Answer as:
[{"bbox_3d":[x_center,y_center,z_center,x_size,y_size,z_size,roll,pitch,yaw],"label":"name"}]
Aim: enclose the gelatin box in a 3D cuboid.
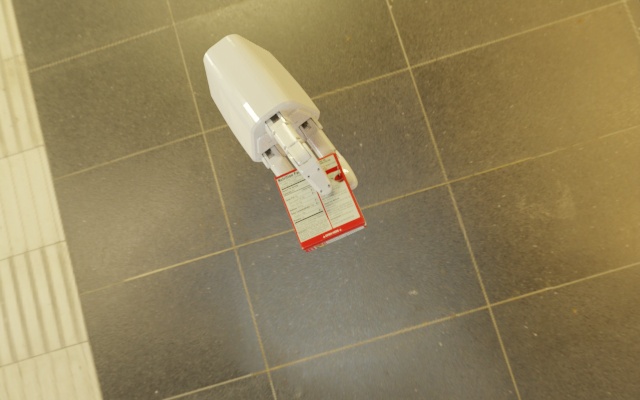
[{"bbox_3d":[0.000,0.002,0.521,0.073,0.089,0.030,-24,-16,4],"label":"gelatin box"}]
